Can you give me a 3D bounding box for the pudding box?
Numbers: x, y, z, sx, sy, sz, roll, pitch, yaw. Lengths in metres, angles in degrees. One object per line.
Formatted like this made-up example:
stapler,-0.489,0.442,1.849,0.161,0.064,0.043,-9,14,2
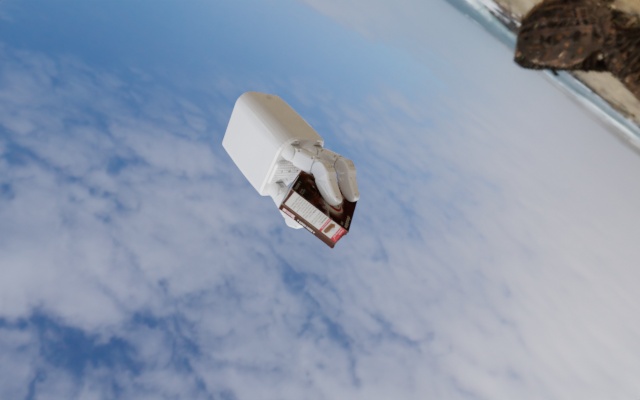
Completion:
pudding box,0.000,0.002,0.634,0.090,0.039,0.113,37,27,-6
